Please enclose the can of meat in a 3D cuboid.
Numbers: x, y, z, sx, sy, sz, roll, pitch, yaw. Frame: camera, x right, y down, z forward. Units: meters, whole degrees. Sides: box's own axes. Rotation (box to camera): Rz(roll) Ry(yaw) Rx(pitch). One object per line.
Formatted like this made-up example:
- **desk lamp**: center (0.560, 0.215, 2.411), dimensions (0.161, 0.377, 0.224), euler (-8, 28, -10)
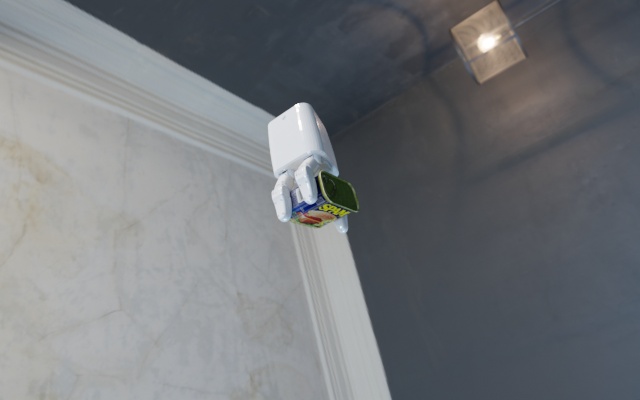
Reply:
- **can of meat**: center (0.000, 0.003, 0.781), dimensions (0.084, 0.057, 0.102), euler (-28, -27, 28)
